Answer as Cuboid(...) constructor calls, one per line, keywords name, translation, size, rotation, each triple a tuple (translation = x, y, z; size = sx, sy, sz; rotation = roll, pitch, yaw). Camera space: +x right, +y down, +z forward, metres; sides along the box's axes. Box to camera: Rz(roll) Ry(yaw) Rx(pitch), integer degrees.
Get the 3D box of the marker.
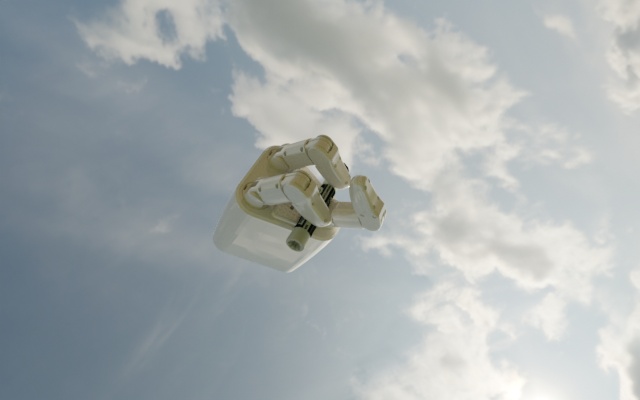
Cuboid(name="marker", translation=(0.000, 0.002, 0.479), size=(0.020, 0.020, 0.121), rotation=(0, 42, 32))
